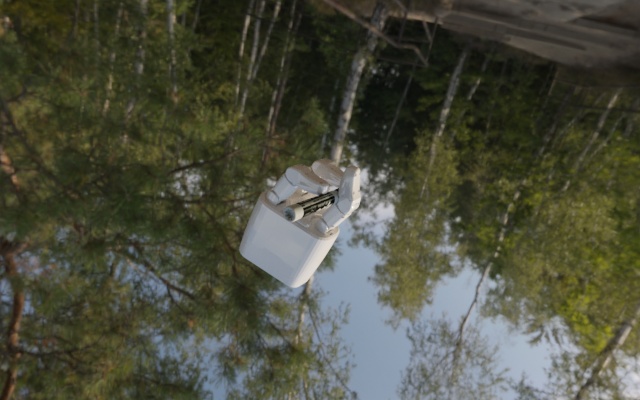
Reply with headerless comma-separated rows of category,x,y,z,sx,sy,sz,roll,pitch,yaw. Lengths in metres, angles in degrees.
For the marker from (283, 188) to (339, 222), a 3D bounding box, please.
marker,0.000,0.002,0.587,0.020,0.020,0.121,0,14,37
